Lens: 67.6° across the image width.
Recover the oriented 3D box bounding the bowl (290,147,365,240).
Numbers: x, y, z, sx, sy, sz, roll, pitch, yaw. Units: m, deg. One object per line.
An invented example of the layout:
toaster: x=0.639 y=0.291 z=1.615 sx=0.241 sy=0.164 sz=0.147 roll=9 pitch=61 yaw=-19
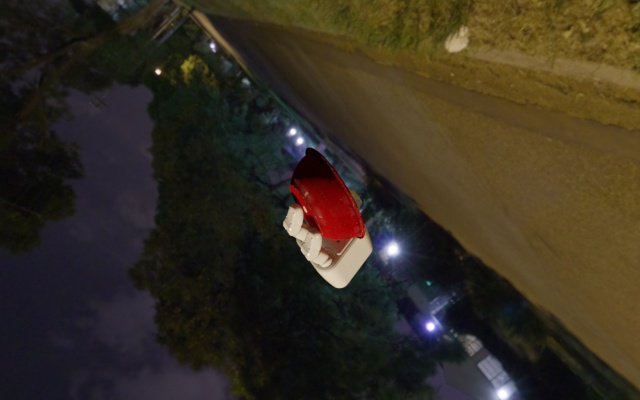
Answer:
bowl: x=-0.001 y=0.002 z=0.722 sx=0.055 sy=0.162 sz=0.162 roll=-31 pitch=7 yaw=-12
